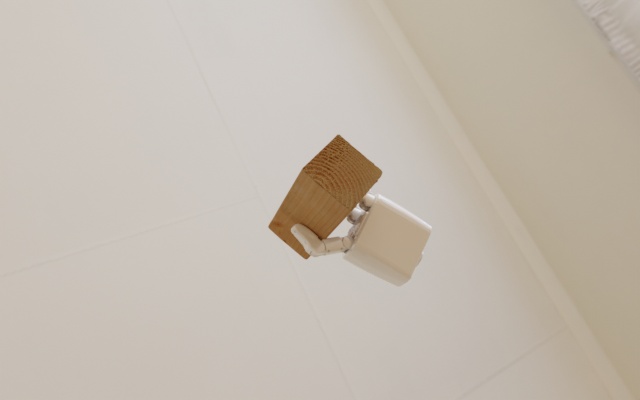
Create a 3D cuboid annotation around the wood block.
[{"bbox_3d":[0.000,0.003,0.749,0.090,0.090,0.206,-48,-3,-32],"label":"wood block"}]
